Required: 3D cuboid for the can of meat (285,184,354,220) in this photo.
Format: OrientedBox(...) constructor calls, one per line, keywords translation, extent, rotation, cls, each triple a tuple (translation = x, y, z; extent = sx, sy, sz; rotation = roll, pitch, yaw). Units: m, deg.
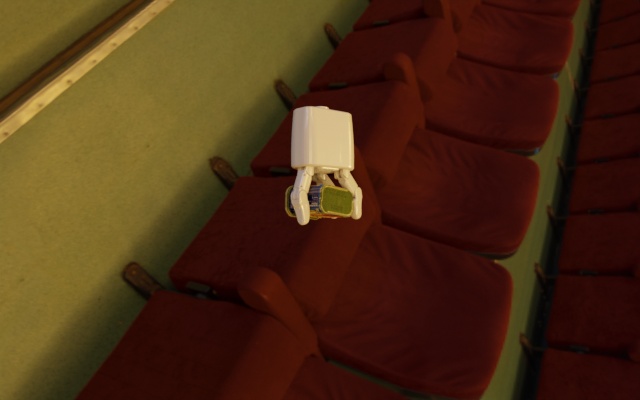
OrientedBox(translation=(0.000, 0.003, 0.877), extent=(0.084, 0.057, 0.102), rotation=(-4, -10, 39), cls="can of meat")
